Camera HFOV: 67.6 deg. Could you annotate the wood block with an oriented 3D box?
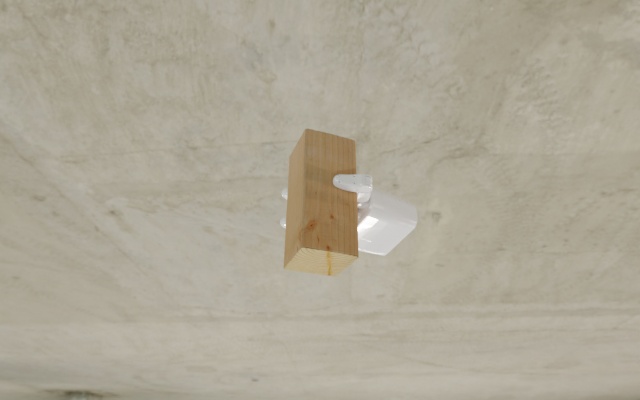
[{"bbox_3d":[0.001,0.003,0.752,0.090,0.206,0.091,11,-31,-19],"label":"wood block"}]
